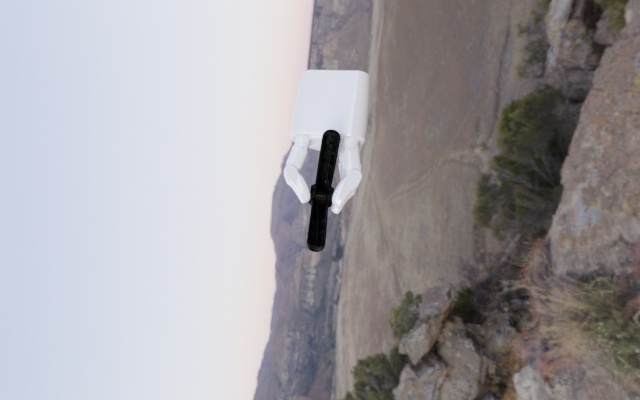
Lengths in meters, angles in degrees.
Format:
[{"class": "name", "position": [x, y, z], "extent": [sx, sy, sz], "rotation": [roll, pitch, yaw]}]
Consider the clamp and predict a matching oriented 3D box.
[{"class": "clamp", "position": [-0.001, 0.002, 0.718], "extent": [0.036, 0.164, 0.210], "rotation": [9, -11, -1]}]
